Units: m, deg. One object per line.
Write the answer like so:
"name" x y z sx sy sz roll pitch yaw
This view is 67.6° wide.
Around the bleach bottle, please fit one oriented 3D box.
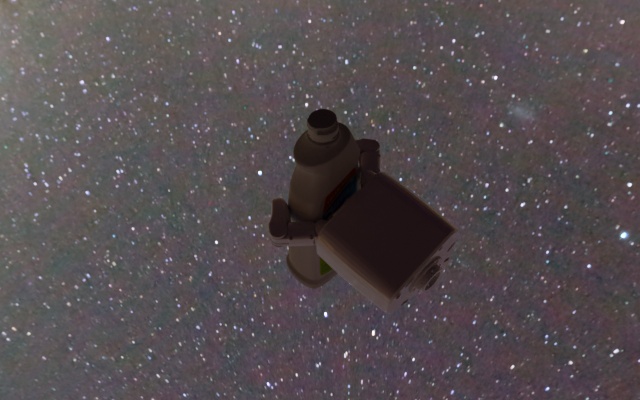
"bleach bottle" 0.000 0.002 0.559 0.102 0.251 0.068 -37 59 -23
